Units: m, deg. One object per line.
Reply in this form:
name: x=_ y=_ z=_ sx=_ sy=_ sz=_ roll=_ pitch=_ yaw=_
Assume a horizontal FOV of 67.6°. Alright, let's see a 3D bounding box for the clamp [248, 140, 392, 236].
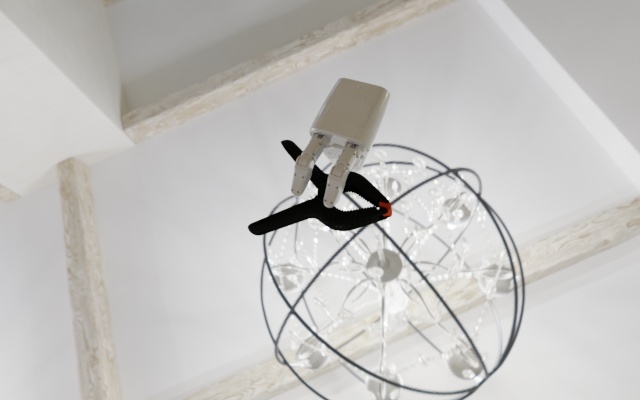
clamp: x=0.001 y=0.003 z=0.714 sx=0.210 sy=0.164 sz=0.036 roll=19 pitch=-18 yaw=20
